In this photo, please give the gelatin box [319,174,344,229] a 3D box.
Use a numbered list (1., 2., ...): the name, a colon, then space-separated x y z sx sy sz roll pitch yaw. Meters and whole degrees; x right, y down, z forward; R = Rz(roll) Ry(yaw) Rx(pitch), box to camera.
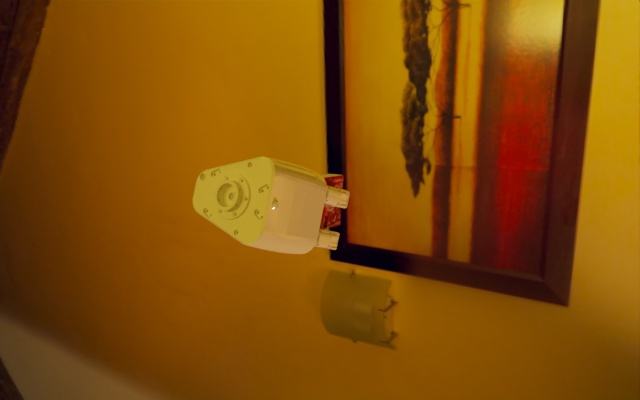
1. gelatin box: 0.000 0.002 0.656 0.030 0.073 0.089 7 9 27
